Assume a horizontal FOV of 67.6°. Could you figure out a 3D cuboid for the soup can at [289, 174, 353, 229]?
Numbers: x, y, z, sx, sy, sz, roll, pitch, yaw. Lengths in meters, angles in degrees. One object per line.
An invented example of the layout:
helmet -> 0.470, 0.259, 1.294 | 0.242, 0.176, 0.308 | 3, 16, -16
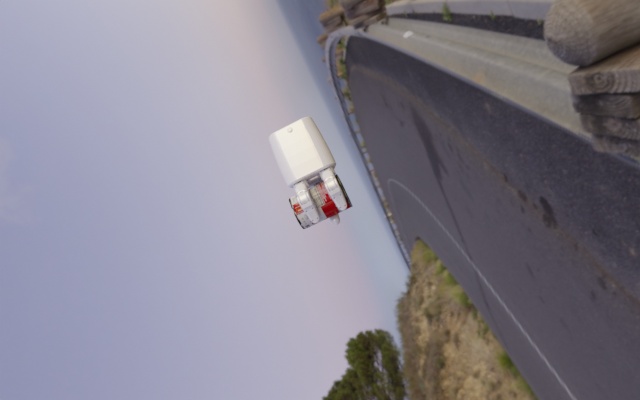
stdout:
soup can -> 0.000, 0.004, 0.895 | 0.102, 0.068, 0.068 | -26, -2, 5
